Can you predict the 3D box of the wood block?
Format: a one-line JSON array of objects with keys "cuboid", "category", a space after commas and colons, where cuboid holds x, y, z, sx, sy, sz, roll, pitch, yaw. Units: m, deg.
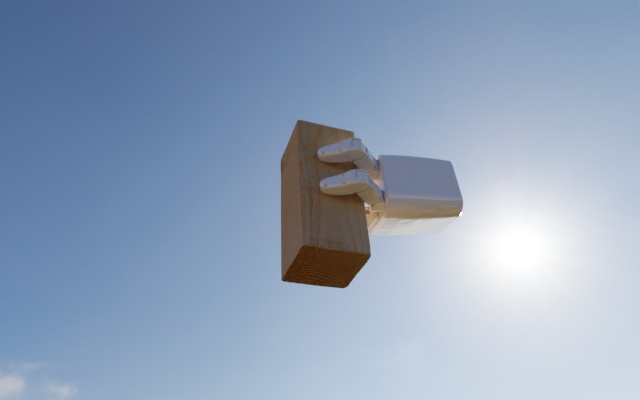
[{"cuboid": [0.000, 0.002, 0.642, 0.090, 0.206, 0.091, 10, -40, -17], "category": "wood block"}]
